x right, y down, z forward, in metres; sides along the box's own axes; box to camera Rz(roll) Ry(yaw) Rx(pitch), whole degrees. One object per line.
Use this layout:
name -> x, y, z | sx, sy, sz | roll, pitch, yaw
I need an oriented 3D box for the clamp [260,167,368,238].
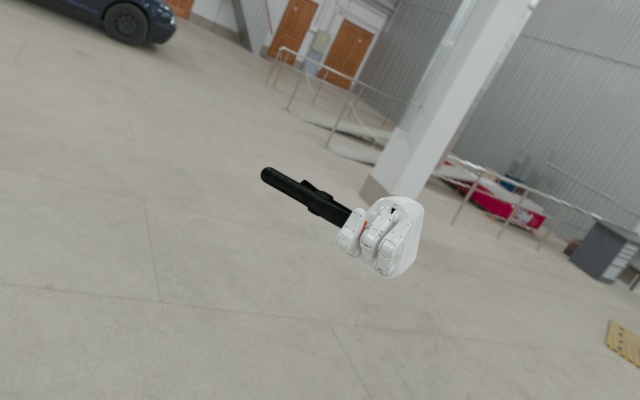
clamp -> 0.000, 0.002, 0.720 | 0.171, 0.039, 0.120 | 34, 14, 21
